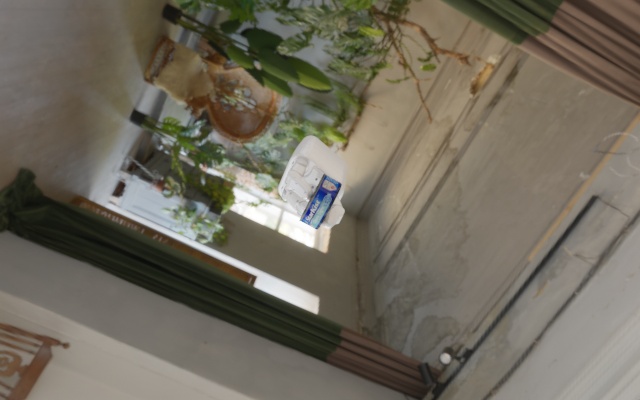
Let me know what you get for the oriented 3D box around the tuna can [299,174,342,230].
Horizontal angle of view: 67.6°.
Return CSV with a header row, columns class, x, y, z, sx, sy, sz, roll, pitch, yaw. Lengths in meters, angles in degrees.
class,x,y,z,sx,sy,sz,roll,pitch,yaw
tuna can,0.001,0.003,0.756,0.034,0.086,0.086,28,-1,-2
